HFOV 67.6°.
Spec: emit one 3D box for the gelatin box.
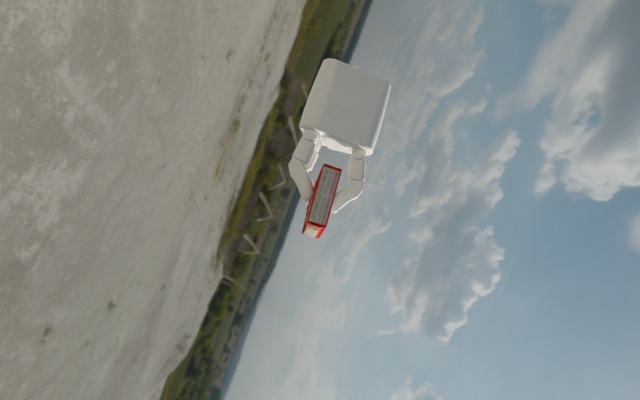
[{"bbox_3d":[0.000,0.003,0.672,0.030,0.089,0.073,16,-18,-4],"label":"gelatin box"}]
